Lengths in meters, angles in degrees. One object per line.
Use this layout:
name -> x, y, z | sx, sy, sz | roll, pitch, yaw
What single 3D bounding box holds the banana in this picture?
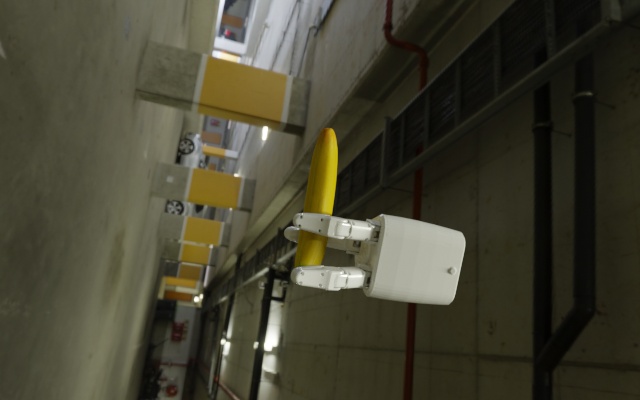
banana -> -0.003, 0.011, 0.589 | 0.037, 0.197, 0.070 | 10, -18, -3
